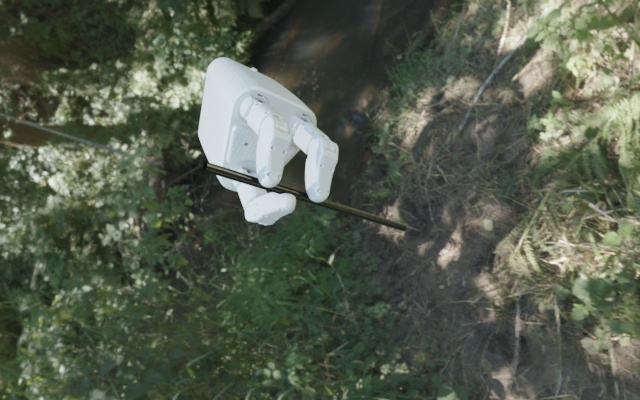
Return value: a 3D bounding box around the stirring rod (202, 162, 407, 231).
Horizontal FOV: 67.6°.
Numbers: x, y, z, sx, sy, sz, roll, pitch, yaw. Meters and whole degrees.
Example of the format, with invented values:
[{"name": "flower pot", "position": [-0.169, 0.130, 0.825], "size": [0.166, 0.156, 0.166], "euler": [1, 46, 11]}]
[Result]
[{"name": "stirring rod", "position": [0.000, 0.002, 0.448], "size": [0.239, 0.011, 0.011], "euler": [17, -11, -38]}]
